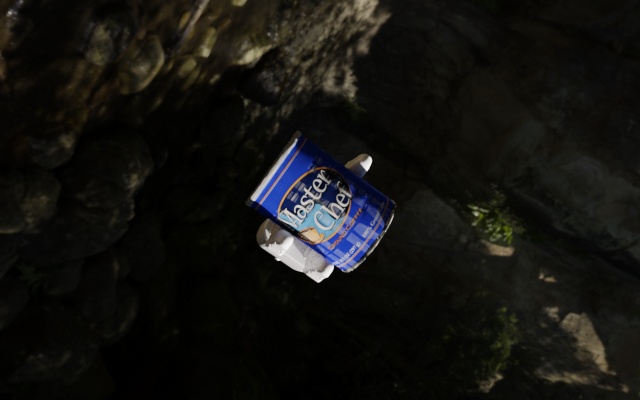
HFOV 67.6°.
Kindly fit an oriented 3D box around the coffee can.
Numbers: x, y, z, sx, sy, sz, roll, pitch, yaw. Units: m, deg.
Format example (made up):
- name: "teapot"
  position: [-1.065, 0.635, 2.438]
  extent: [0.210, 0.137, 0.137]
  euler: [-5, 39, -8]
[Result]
- name: "coffee can"
  position: [0.000, 0.002, 0.551]
  extent: [0.140, 0.103, 0.103]
  euler: [36, -5, -7]
